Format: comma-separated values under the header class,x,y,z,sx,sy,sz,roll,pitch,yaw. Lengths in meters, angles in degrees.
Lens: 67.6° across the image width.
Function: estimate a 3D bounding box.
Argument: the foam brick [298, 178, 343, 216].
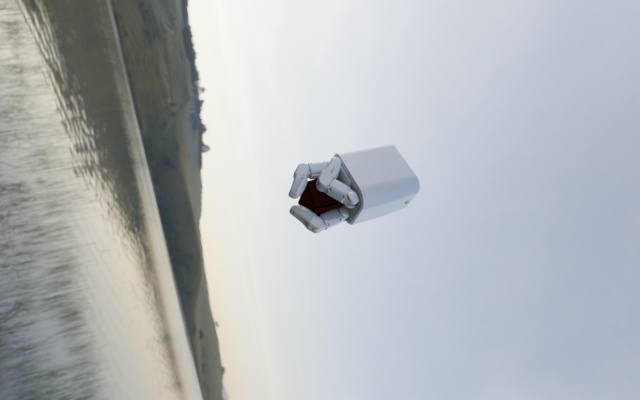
class,x,y,z,sx,sy,sz,roll,pitch,yaw
foam brick,0.000,0.003,0.784,0.051,0.053,0.078,-15,-21,-19
